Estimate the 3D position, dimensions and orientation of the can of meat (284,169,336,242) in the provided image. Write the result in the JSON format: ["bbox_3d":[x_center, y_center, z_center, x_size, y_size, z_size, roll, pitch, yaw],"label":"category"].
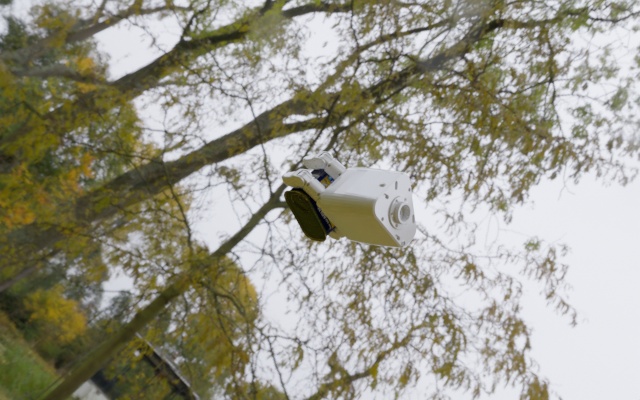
[{"bbox_3d":[0.000,0.002,0.794,0.057,0.102,0.084,4,39,49],"label":"can of meat"}]
